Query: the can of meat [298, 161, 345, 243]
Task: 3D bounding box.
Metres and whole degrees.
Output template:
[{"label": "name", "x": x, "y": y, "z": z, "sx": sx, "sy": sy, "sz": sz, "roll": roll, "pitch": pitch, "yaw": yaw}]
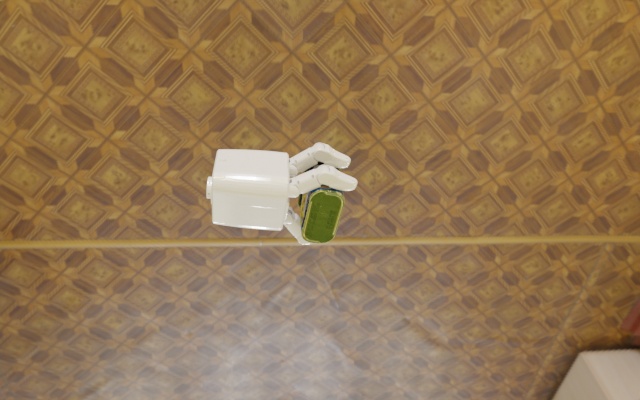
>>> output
[{"label": "can of meat", "x": 0.000, "y": 0.003, "z": 0.725, "sx": 0.057, "sy": 0.102, "sz": 0.084, "roll": 7, "pitch": 36, "yaw": -10}]
